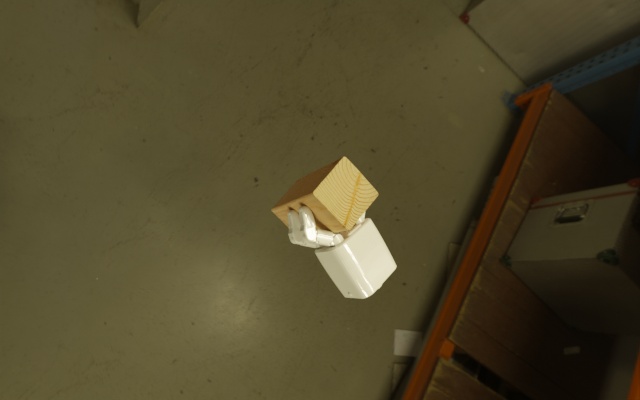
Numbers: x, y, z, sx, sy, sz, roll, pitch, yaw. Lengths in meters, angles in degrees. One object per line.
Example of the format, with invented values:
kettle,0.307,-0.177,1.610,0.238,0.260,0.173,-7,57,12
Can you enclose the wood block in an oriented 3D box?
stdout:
wood block,0.001,0.003,0.867,0.090,0.090,0.206,-49,13,-23
